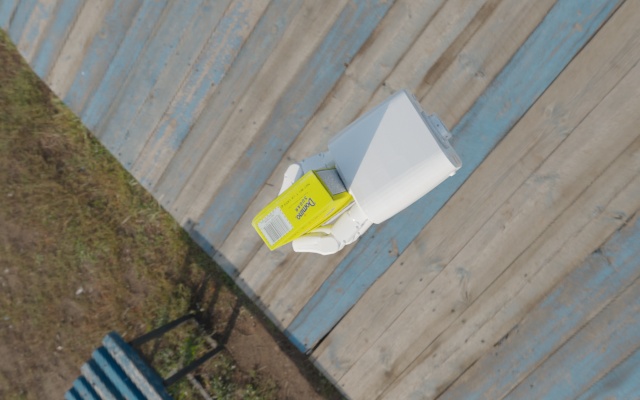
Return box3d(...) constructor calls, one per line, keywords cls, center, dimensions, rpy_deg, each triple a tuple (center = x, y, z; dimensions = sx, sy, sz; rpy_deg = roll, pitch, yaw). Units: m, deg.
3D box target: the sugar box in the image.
box3d(cls="sugar box", center=(0.000, 0.002, 0.567), dimensions=(0.093, 0.048, 0.176), rpy_deg=(-38, -10, 21))
